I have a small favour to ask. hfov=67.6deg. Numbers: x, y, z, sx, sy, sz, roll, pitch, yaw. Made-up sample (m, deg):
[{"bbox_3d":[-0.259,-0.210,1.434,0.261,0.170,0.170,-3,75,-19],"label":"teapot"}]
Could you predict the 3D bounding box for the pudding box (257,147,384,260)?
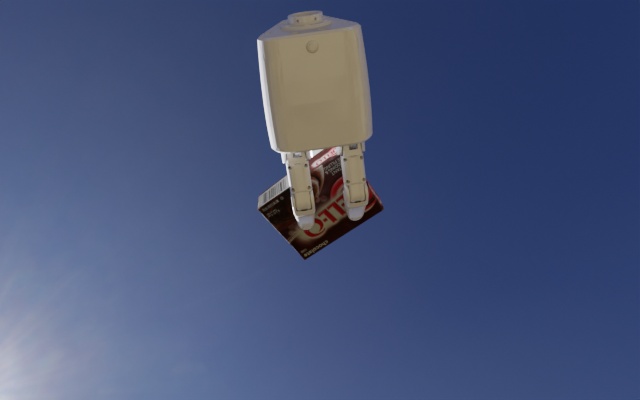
[{"bbox_3d":[0.000,0.002,0.535,0.113,0.090,0.039,-33,28,12],"label":"pudding box"}]
